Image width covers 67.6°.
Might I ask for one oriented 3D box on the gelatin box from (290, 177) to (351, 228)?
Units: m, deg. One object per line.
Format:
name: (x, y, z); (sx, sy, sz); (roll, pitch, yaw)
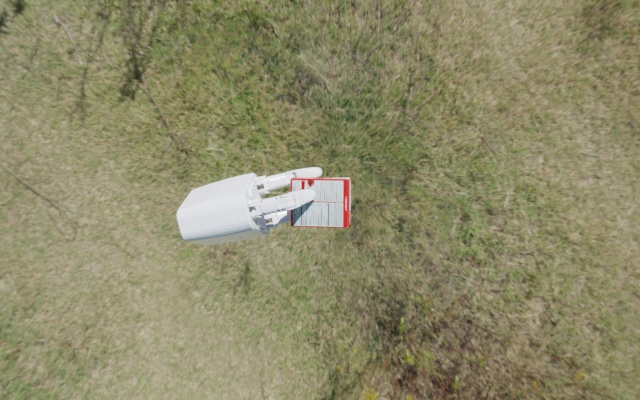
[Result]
gelatin box: (0.000, 0.002, 0.710); (0.089, 0.073, 0.030); (1, 7, 10)
